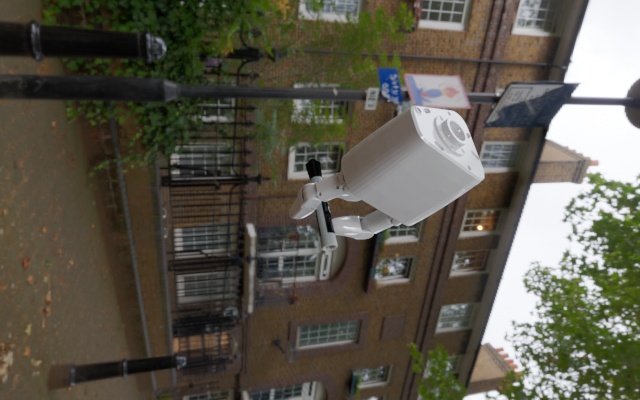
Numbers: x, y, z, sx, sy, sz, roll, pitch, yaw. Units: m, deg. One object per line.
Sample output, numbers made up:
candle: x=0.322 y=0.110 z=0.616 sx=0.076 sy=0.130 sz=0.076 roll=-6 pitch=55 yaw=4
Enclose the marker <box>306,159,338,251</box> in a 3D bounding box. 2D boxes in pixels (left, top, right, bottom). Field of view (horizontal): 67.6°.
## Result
marker: x=0.000 y=0.002 z=0.574 sx=0.020 sy=0.121 sz=0.020 roll=-9 pitch=-27 yaw=-5
